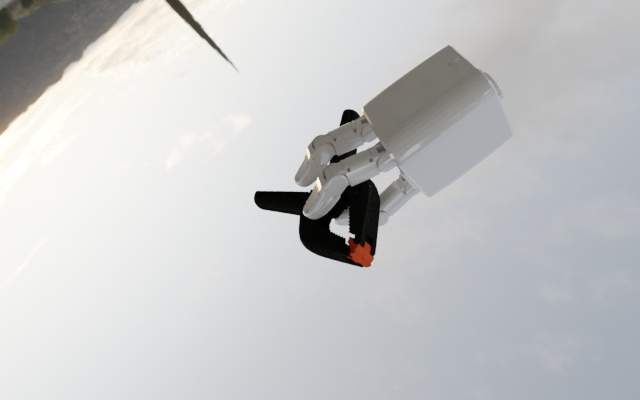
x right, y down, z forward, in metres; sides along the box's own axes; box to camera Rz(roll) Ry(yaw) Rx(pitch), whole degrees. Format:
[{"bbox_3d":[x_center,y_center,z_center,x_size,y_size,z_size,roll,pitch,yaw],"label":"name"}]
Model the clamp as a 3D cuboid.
[{"bbox_3d":[0.001,0.002,0.510,0.164,0.209,0.036,-38,-53,15],"label":"clamp"}]
